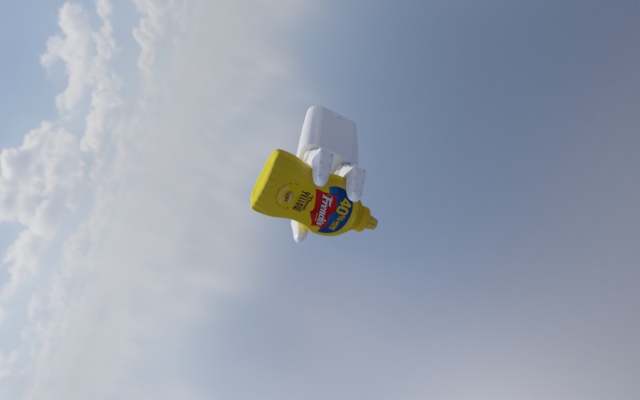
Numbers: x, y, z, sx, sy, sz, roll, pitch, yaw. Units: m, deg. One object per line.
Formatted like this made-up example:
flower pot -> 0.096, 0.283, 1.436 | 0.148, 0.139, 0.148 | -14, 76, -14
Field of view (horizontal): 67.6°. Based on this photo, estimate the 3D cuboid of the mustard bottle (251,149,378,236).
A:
mustard bottle -> 0.000, 0.002, 0.708 | 0.191, 0.096, 0.058 | 22, 22, -18
